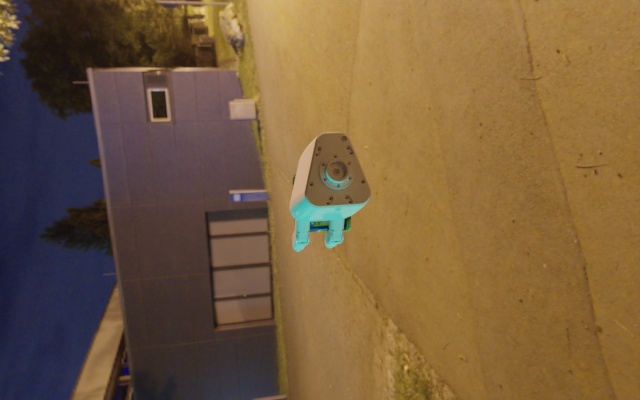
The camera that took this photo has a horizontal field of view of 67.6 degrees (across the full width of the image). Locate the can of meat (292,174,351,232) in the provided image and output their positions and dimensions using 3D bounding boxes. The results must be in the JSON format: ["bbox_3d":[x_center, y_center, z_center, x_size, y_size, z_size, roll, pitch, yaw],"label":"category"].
[{"bbox_3d":[0.000,0.002,0.785,0.084,0.102,0.057,-4,-5,-14],"label":"can of meat"}]
